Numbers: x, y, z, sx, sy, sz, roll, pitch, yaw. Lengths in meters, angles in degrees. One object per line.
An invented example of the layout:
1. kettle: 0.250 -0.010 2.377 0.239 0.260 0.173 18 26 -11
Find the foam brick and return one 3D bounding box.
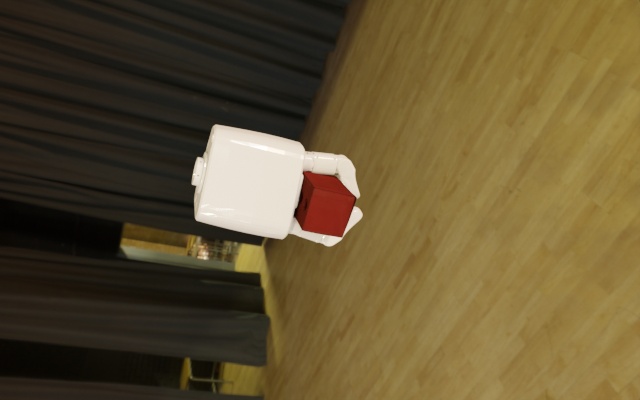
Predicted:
1. foam brick: 0.000 0.002 0.557 0.051 0.053 0.078 12 16 -20
